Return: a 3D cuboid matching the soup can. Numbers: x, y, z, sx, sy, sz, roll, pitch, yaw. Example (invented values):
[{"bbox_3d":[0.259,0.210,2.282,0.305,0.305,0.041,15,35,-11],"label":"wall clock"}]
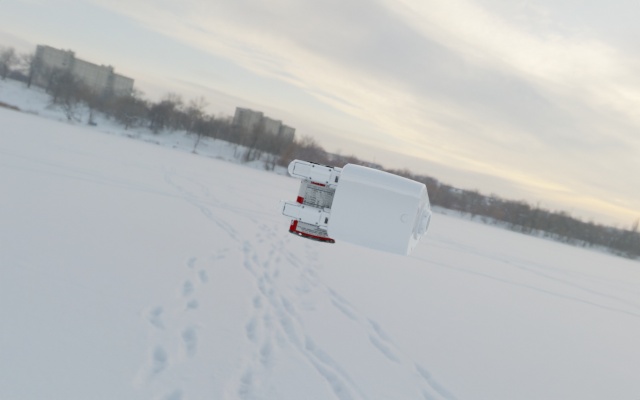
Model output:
[{"bbox_3d":[0.000,0.002,0.664,0.068,0.102,0.068,14,2,-1],"label":"soup can"}]
